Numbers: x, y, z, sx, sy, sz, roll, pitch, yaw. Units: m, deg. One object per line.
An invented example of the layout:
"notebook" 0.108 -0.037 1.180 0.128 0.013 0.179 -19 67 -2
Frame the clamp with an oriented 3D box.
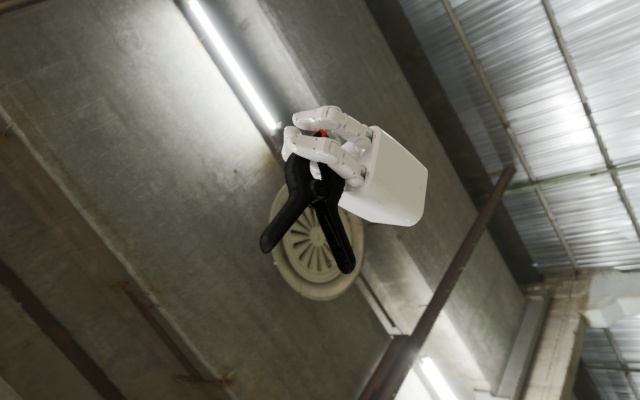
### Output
"clamp" 0.000 0.002 0.553 0.120 0.171 0.039 31 -31 -31
